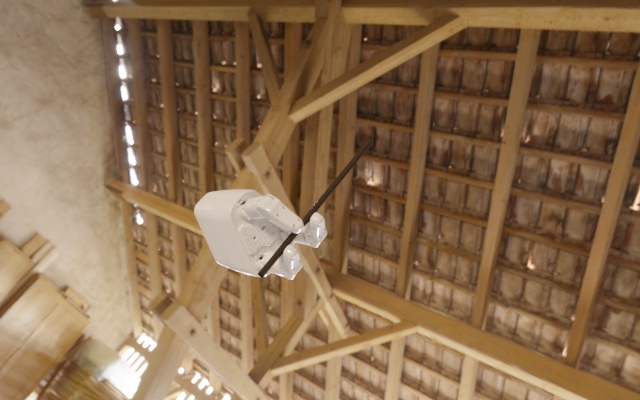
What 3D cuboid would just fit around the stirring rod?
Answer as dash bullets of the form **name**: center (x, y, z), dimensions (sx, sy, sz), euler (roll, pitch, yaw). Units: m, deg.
- **stirring rod**: center (0.000, 0.002, 0.590), dimensions (0.011, 0.011, 0.239), euler (0, 43, 50)
